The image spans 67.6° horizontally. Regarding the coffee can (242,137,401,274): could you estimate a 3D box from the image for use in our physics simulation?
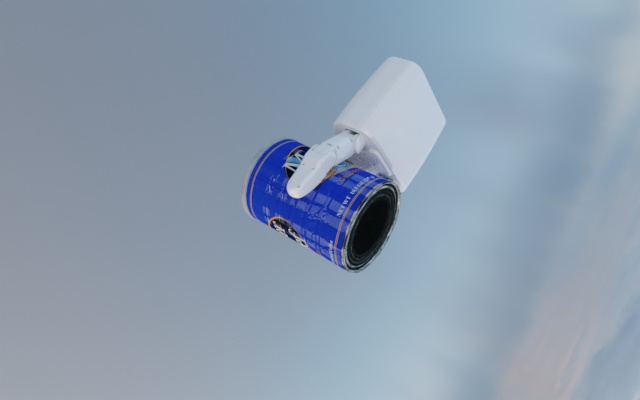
[{"bbox_3d":[0.000,0.002,0.517,0.140,0.103,0.103,26,14,30],"label":"coffee can"}]
